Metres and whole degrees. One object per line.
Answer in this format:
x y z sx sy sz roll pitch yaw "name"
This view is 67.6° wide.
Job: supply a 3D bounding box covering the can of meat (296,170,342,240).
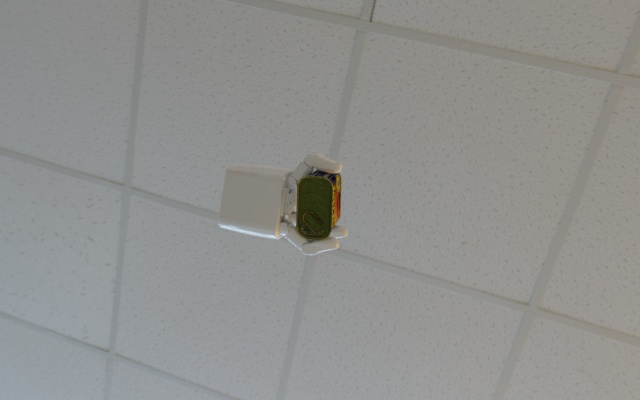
0.000 0.002 0.772 0.057 0.102 0.084 5 15 13 "can of meat"
